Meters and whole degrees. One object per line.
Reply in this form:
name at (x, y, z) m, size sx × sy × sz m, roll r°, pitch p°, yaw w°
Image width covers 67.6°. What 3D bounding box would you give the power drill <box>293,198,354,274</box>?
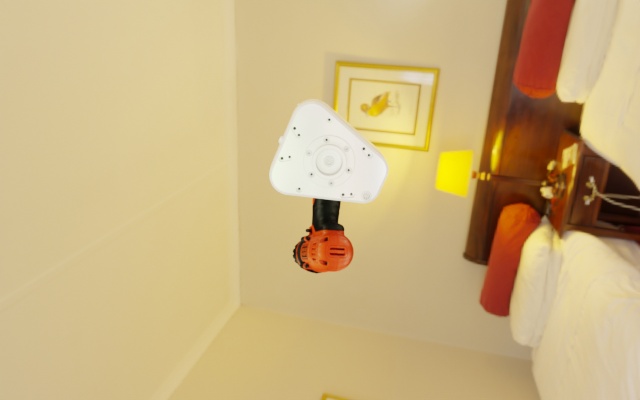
power drill at (0.000, 0.002, 0.631) m, size 0.057 × 0.187 × 0.184 m, roll 2°, pitch -7°, yaw -16°
